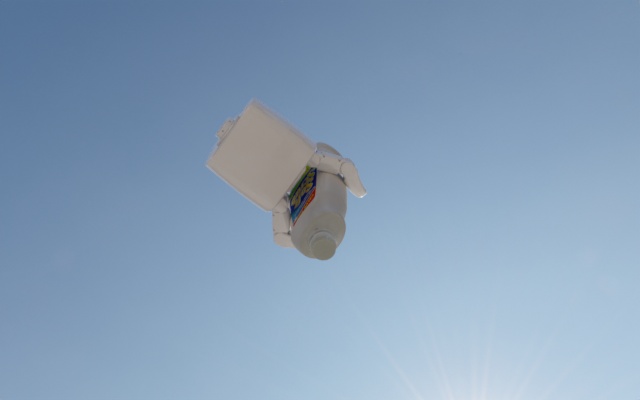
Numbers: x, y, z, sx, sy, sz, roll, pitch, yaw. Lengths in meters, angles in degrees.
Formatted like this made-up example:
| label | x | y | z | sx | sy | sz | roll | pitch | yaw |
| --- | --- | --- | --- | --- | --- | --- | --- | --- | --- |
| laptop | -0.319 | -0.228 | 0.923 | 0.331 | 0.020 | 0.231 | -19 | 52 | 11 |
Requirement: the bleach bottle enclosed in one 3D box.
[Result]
| label | x | y | z | sx | sy | sz | roll | pitch | yaw |
| --- | --- | --- | --- | --- | --- | --- | --- | --- | --- |
| bleach bottle | 0.000 | 0.002 | 0.659 | 0.068 | 0.102 | 0.250 | 36 | 15 | -18 |
